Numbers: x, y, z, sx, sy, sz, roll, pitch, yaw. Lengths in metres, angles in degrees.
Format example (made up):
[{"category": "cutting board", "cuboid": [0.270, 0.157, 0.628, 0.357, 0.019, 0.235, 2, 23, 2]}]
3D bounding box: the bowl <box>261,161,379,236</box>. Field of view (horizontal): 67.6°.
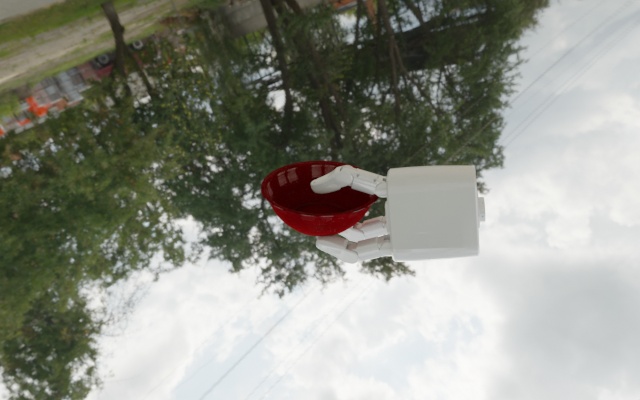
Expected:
[{"category": "bowl", "cuboid": [-0.001, 0.002, 0.655, 0.162, 0.055, 0.162, 1, 29, -1]}]
